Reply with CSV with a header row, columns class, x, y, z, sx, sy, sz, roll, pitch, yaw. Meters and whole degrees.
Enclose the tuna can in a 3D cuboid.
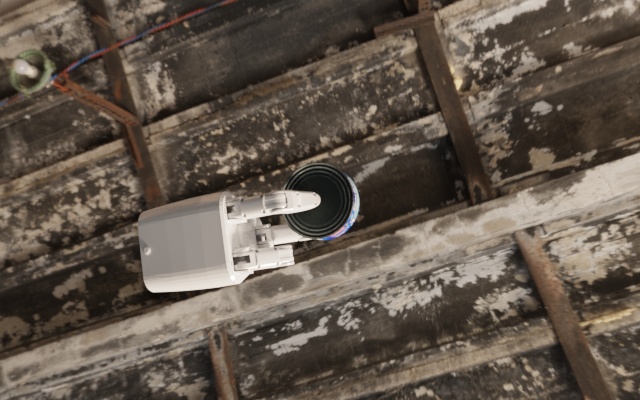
class,x,y,z,sx,sy,sz,roll,pitch,yaw
tuna can,0.000,0.002,0.540,0.086,0.086,0.034,0,-7,18
